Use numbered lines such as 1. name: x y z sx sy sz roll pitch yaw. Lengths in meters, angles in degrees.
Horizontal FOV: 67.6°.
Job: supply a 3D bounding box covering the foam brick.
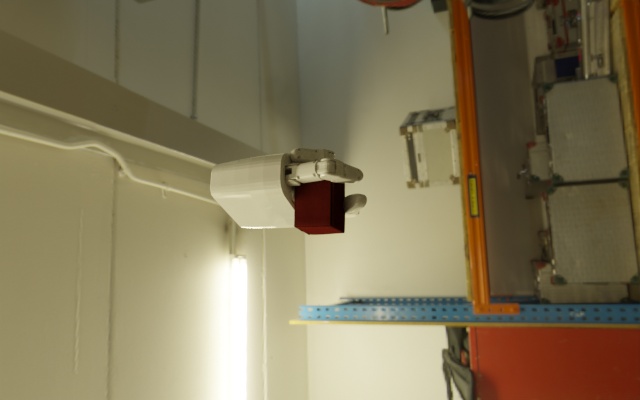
1. foam brick: 0.000 0.002 0.611 0.051 0.078 0.053 -5 -17 19
